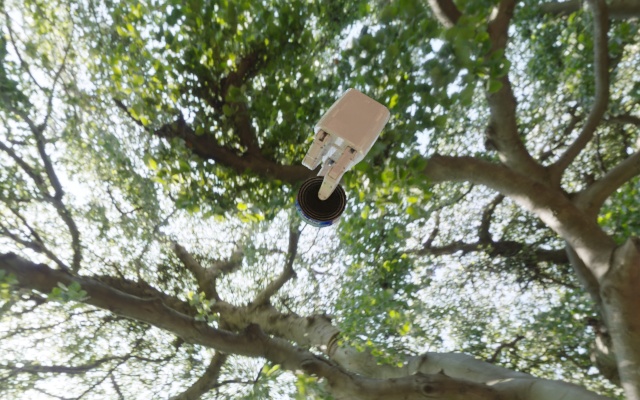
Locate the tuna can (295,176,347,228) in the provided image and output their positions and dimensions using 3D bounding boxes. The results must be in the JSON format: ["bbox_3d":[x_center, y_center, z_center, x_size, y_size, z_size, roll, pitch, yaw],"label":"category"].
[{"bbox_3d":[0.000,0.003,0.818,0.086,0.086,0.034,0,-25,-11],"label":"tuna can"}]
